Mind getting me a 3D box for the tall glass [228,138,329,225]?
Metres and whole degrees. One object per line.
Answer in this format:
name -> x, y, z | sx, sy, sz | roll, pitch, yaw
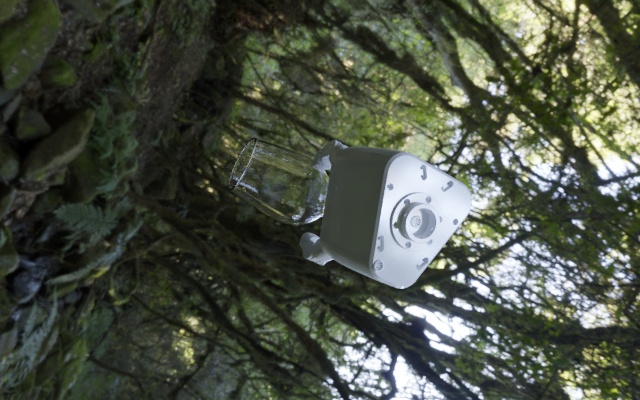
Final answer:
tall glass -> 0.001, 0.002, 0.537 | 0.201, 0.079, 0.079 | 26, -10, -22
